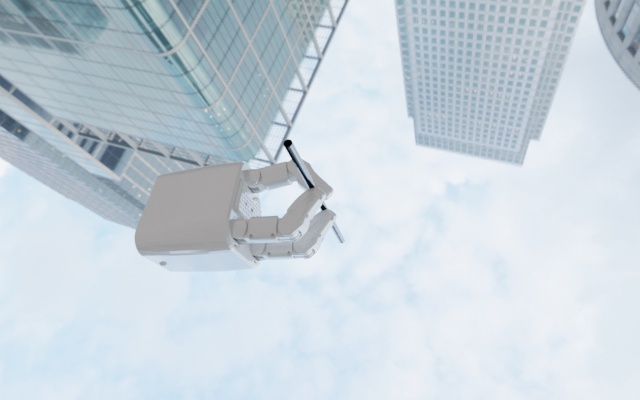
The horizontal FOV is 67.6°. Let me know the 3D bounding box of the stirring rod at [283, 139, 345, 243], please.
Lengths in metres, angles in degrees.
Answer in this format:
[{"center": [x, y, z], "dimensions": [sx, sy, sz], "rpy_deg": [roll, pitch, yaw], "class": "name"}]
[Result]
[{"center": [0.000, 0.002, 0.507], "dimensions": [0.011, 0.011, 0.240], "rpy_deg": [0, -24, 14], "class": "stirring rod"}]
